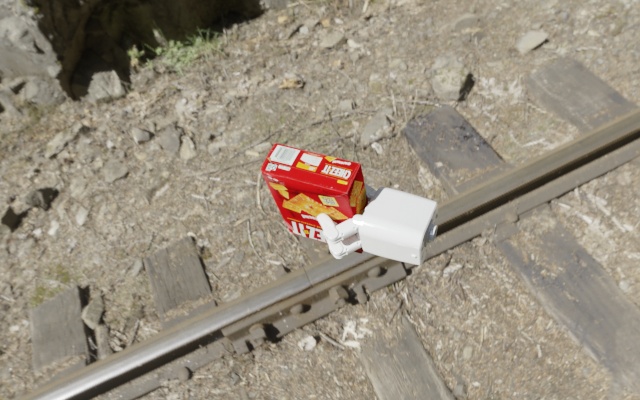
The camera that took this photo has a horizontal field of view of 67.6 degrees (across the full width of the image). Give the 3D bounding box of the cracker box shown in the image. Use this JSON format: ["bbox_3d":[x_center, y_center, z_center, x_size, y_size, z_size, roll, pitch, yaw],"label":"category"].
[{"bbox_3d":[0.000,0.003,0.864,0.164,0.072,0.214,16,-29,21],"label":"cracker box"}]
